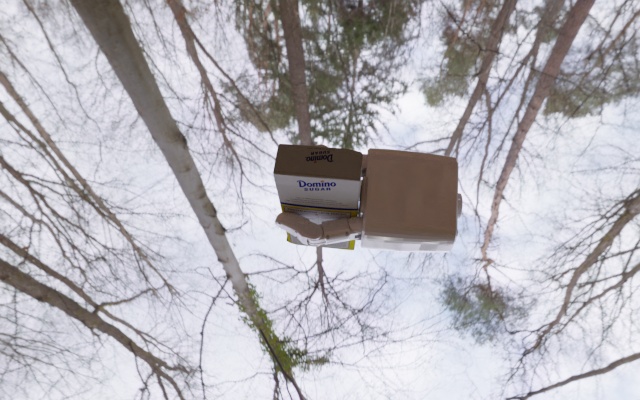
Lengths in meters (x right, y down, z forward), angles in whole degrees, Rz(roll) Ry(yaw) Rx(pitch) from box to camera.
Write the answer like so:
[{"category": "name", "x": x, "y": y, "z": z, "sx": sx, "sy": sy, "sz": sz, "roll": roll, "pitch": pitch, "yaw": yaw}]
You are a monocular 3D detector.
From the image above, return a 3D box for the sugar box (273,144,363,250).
[{"category": "sugar box", "x": 0.000, "y": 0.001, "z": 0.570, "sx": 0.093, "sy": 0.048, "sz": 0.176, "roll": 5, "pitch": -31, "yaw": 4}]
